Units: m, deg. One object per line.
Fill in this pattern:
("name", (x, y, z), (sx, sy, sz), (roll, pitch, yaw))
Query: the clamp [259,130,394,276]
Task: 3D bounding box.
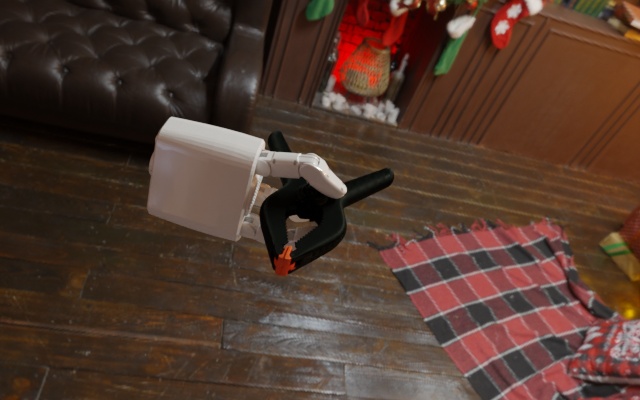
("clamp", (0.000, 0.001, 0.535), (0.164, 0.036, 0.209), (14, 42, -1))
